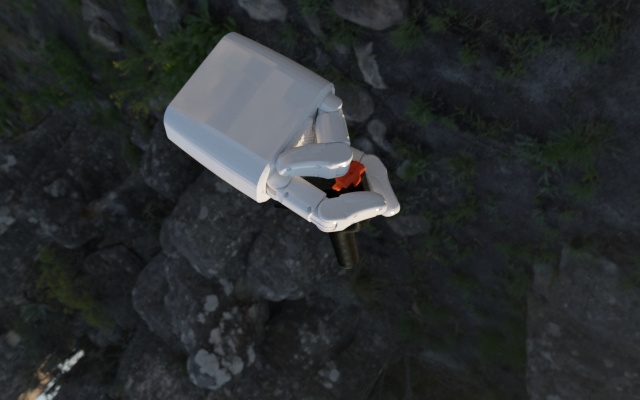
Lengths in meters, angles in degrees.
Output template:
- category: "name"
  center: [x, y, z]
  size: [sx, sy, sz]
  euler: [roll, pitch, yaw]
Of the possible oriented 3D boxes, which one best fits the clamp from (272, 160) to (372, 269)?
- category: "clamp"
  center: [0.000, 0.002, 0.476]
  size: [0.120, 0.039, 0.172]
  euler: [33, -28, 11]
